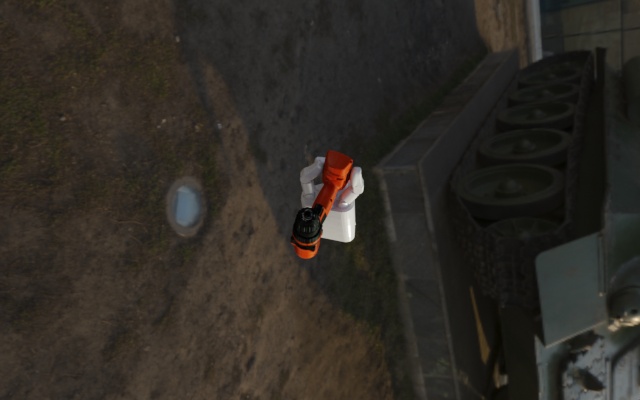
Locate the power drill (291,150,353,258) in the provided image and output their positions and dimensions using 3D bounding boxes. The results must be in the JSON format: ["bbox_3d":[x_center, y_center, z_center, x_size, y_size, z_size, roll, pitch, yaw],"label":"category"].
[{"bbox_3d":[0.000,0.003,0.885,0.057,0.187,0.184,24,-23,6],"label":"power drill"}]
